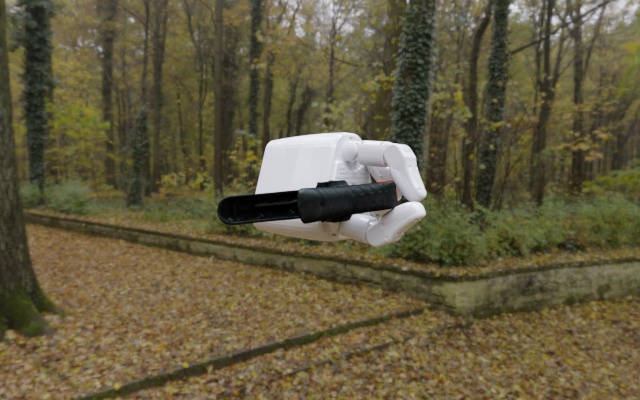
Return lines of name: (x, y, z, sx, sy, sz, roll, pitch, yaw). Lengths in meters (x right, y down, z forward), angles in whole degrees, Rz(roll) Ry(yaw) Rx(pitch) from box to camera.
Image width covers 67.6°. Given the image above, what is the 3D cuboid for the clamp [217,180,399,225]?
clamp: (0.000, 0.001, 0.418, 0.120, 0.039, 0.171, 3, 4, 39)
